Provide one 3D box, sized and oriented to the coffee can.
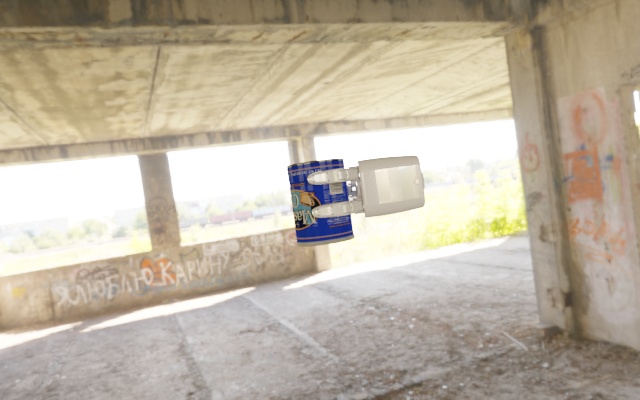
[{"bbox_3d":[0.000,0.003,0.834,0.103,0.140,0.103,-8,1,0],"label":"coffee can"}]
